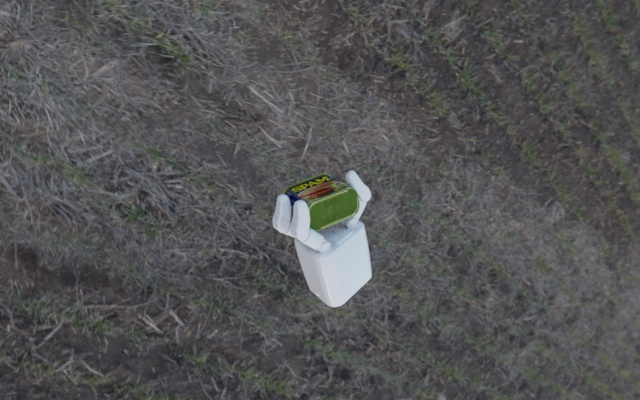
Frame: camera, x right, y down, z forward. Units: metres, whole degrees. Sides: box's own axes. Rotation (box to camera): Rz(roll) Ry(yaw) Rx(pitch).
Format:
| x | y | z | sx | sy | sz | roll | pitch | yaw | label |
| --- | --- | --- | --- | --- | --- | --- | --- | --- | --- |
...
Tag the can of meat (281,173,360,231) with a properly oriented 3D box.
| x | y | z | sx | sy | sz | roll | pitch | yaw | label |
| --- | --- | --- | --- | --- | --- | --- | --- | --- | --- |
| 0.000 | 0.003 | 0.769 | 0.102 | 0.057 | 0.084 | -21 | 27 | -25 | can of meat |
